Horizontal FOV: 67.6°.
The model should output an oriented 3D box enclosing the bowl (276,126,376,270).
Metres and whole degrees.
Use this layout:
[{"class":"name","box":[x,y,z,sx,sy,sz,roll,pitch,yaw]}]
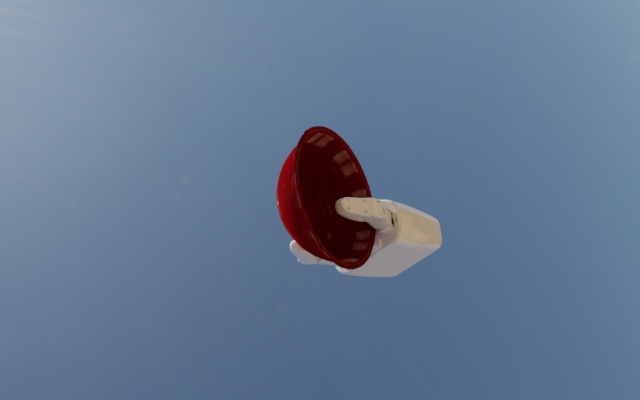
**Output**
[{"class":"bowl","box":[-0.001,0.001,0.534,0.055,0.162,0.162,-17,-9,30]}]
